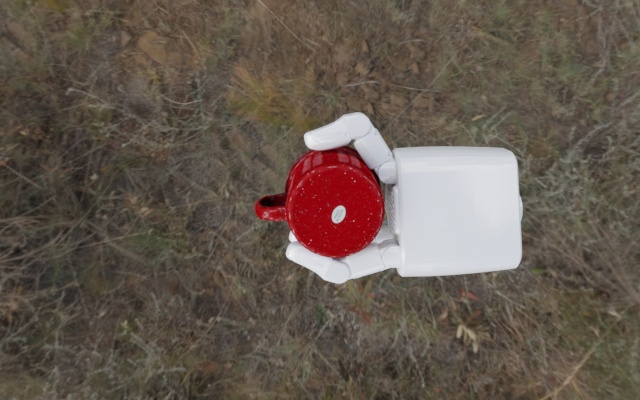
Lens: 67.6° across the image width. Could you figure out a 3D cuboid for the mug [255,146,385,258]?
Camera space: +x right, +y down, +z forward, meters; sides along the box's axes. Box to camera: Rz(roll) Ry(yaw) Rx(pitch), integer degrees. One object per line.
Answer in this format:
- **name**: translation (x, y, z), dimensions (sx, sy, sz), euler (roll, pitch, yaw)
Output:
- **mug**: translation (-0.001, 0.001, 0.423), dimensions (0.117, 0.093, 0.081), euler (-3, 13, 0)
